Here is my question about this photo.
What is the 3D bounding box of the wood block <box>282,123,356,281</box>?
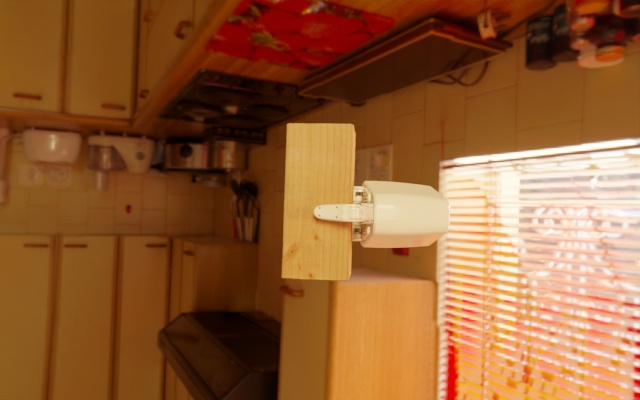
[{"bbox_3d":[0.000,0.002,0.668,0.090,0.206,0.091,2,-2,6],"label":"wood block"}]
